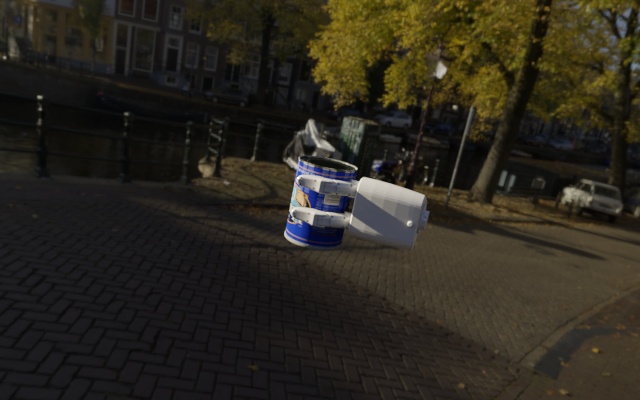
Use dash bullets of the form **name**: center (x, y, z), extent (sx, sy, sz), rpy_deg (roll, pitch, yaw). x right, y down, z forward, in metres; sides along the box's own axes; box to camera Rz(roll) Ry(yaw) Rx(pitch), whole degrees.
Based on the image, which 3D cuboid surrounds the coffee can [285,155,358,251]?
- **coffee can**: center (0.000, 0.003, 0.823), extent (0.103, 0.140, 0.102), rpy_deg (11, 14, -3)
